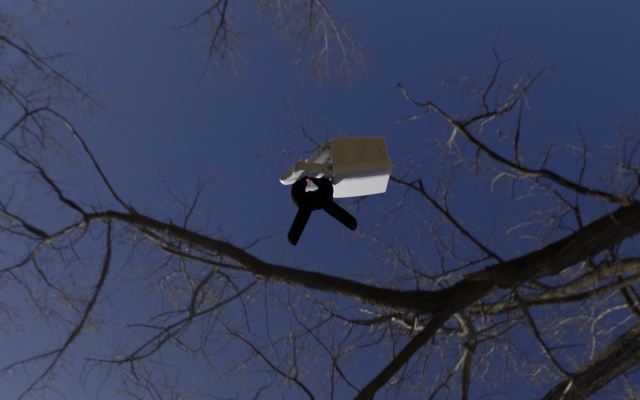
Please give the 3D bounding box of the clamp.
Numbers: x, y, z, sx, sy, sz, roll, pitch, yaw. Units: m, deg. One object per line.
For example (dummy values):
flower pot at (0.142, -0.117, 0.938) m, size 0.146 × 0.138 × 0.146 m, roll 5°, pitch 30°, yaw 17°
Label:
clamp at (0.000, 0.003, 0.856) m, size 0.120 × 0.171 × 0.039 m, roll -4°, pitch -39°, yaw 0°
